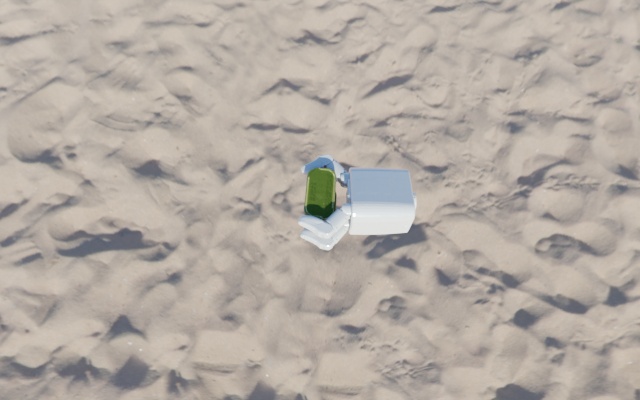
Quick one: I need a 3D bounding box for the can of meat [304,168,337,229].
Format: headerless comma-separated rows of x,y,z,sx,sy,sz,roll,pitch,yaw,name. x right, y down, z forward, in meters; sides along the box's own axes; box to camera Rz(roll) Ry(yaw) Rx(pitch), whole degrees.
0.000,0.003,0.848,0.057,0.102,0.084,3,-24,1,can of meat
